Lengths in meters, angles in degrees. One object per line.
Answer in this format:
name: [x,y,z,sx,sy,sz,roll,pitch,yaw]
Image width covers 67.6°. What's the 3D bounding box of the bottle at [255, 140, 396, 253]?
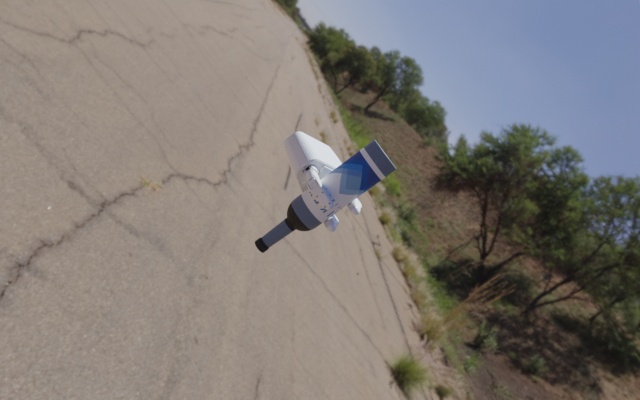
bottle: [0.000,0.003,0.881,0.296,0.069,0.069,-36,-7,10]
